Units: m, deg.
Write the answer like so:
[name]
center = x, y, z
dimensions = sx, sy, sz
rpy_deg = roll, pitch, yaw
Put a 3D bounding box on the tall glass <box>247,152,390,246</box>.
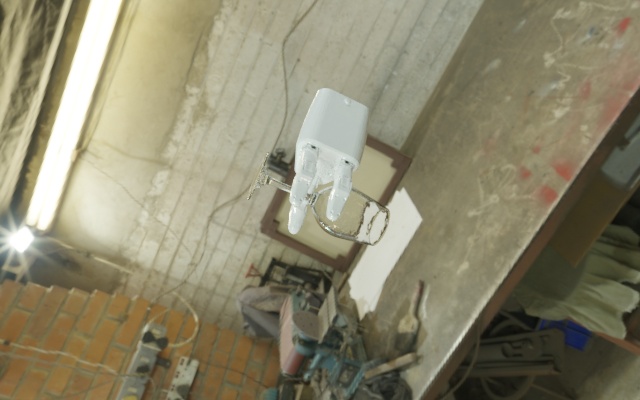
[tall glass]
center = -0.001, 0.002, 0.698
dimensions = 0.201, 0.079, 0.079
rpy_deg = 23, -5, -12
